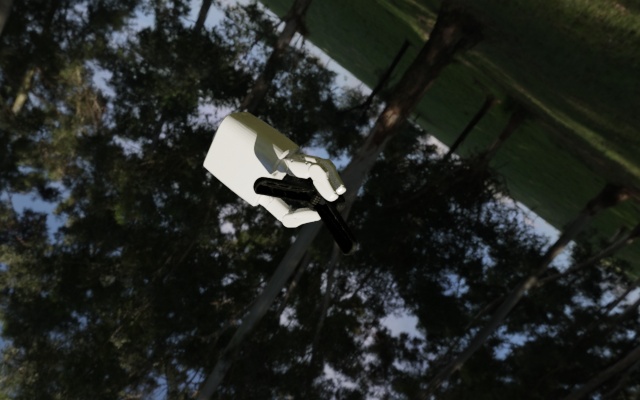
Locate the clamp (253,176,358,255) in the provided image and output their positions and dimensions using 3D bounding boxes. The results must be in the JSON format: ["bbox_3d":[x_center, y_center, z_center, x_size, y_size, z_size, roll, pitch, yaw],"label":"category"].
[{"bbox_3d":[0.000,0.003,0.724,0.164,0.036,0.210,38,19,3],"label":"clamp"}]
